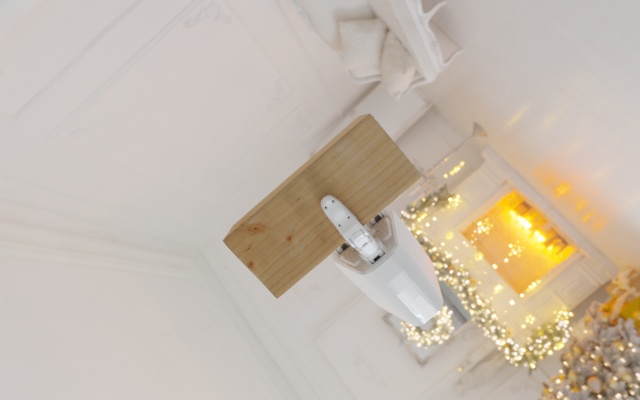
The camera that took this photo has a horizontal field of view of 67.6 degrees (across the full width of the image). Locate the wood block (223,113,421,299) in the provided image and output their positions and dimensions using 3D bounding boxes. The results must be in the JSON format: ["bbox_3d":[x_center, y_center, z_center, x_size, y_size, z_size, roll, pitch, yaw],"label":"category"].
[{"bbox_3d":[0.000,0.002,0.548,0.206,0.090,0.091,-41,9,4],"label":"wood block"}]
